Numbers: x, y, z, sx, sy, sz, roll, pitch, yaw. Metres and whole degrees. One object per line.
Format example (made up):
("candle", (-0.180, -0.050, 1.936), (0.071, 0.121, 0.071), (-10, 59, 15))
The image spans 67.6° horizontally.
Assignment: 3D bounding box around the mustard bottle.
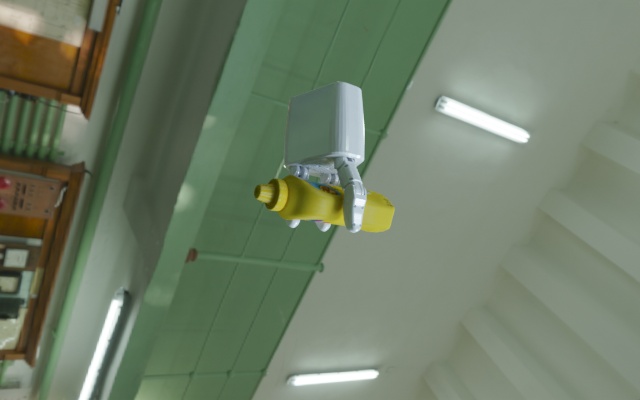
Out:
("mustard bottle", (0.000, 0.002, 0.644), (0.191, 0.058, 0.096), (10, 8, -33))
